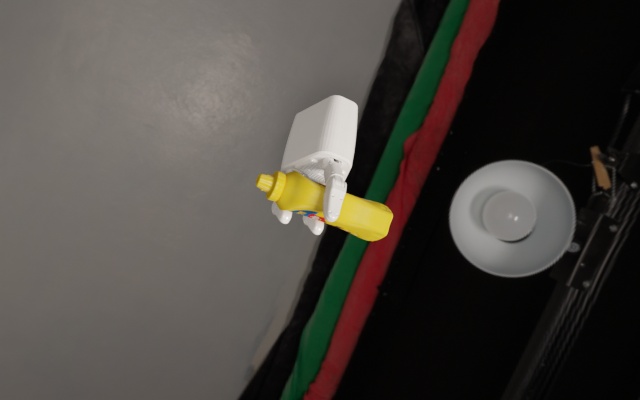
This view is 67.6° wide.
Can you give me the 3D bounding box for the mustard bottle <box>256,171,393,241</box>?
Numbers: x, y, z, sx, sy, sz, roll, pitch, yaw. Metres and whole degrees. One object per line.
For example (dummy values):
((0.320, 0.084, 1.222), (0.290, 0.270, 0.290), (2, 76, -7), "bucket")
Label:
((0.000, 0.003, 0.675), (0.192, 0.058, 0.096), (21, -3, -20), "mustard bottle")
